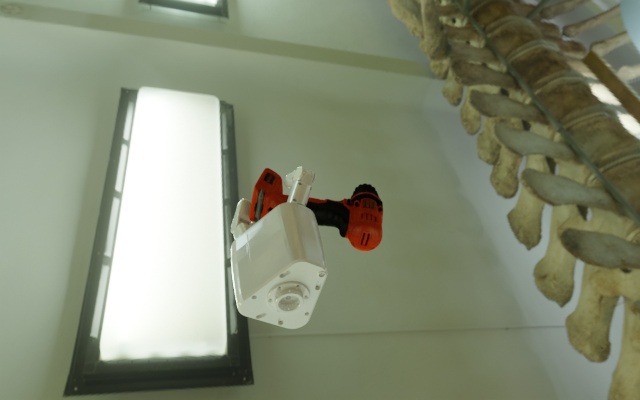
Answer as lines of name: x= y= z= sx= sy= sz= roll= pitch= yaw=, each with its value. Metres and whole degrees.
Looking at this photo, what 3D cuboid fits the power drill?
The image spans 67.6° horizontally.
power drill: x=0.000 y=0.002 z=0.698 sx=0.187 sy=0.057 sz=0.184 roll=11 pitch=20 yaw=1
